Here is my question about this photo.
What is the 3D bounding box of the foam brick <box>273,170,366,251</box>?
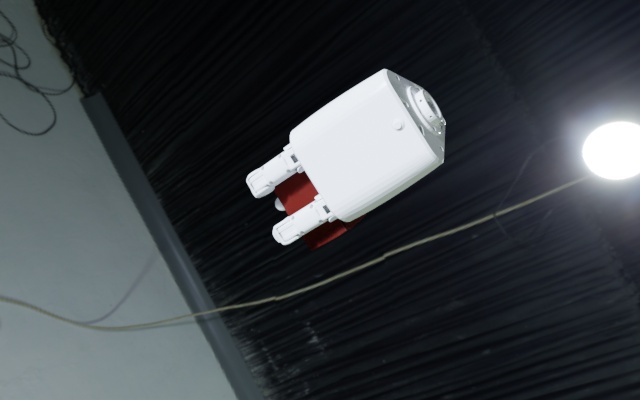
[{"bbox_3d":[0.000,0.002,0.487,0.051,0.078,0.053,-32,1,29],"label":"foam brick"}]
